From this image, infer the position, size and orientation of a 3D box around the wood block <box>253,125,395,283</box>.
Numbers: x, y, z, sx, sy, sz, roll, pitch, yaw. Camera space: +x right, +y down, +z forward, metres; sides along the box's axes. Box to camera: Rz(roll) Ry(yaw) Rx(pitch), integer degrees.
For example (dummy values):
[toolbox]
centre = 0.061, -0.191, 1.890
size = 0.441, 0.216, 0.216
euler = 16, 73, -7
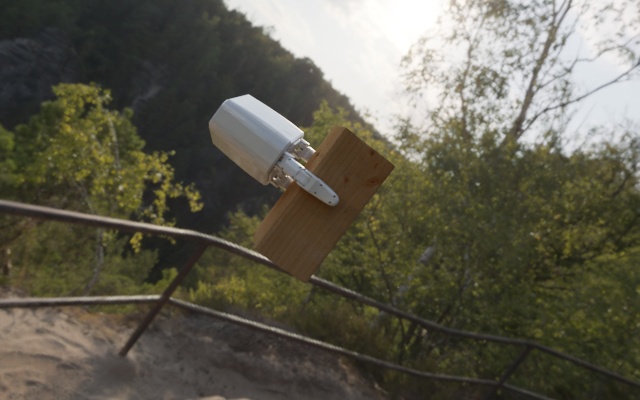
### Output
[wood block]
centre = 0.000, 0.002, 0.689
size = 0.090, 0.206, 0.091
euler = 36, 4, -14
